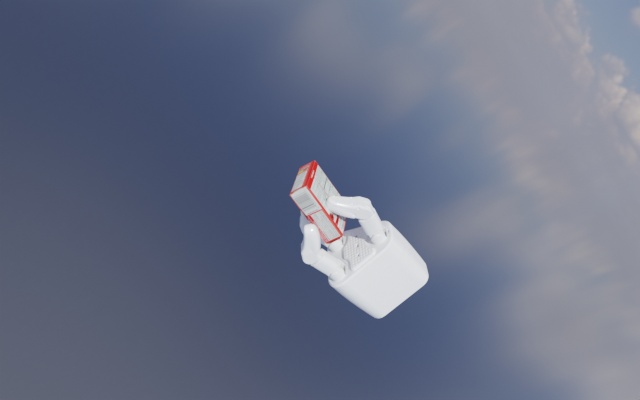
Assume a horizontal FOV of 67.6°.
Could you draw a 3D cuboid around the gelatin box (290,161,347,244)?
[{"bbox_3d":[0.000,0.002,0.632,0.030,0.089,0.073,-26,24,23],"label":"gelatin box"}]
